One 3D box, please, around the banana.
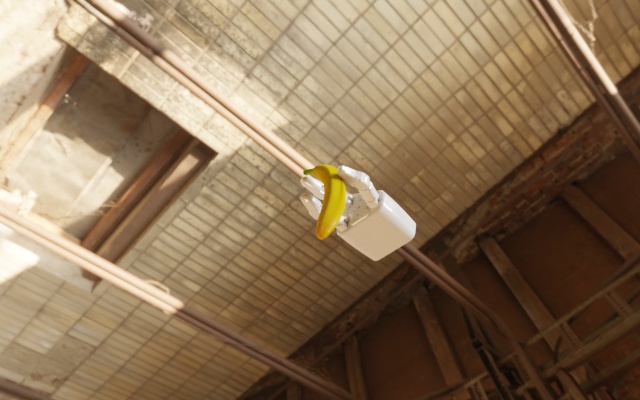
[{"bbox_3d":[0.014,-0.010,0.823,0.037,0.069,0.197,41,20,-30],"label":"banana"}]
